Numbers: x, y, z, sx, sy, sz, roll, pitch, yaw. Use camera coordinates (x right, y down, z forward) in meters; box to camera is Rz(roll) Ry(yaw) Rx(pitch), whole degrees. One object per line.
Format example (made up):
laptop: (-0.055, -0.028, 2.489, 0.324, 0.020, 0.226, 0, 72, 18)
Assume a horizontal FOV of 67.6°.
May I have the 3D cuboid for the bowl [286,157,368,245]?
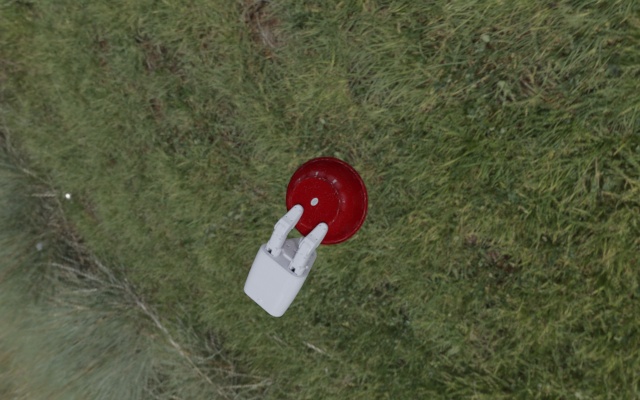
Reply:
bowl: (0.000, 0.002, 0.845, 0.162, 0.162, 0.055, 0, 4, 22)
